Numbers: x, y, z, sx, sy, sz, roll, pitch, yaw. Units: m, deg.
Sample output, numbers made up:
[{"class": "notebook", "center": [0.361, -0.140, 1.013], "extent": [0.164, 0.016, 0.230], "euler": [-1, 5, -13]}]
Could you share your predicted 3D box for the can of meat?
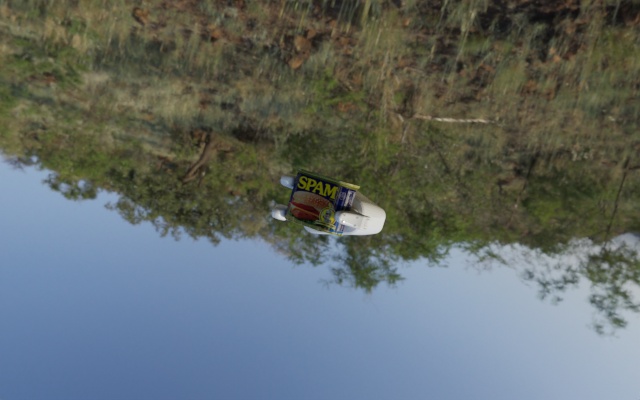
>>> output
[{"class": "can of meat", "center": [0.000, 0.003, 0.756], "extent": [0.102, 0.084, 0.057], "euler": [18, 4, 25]}]
